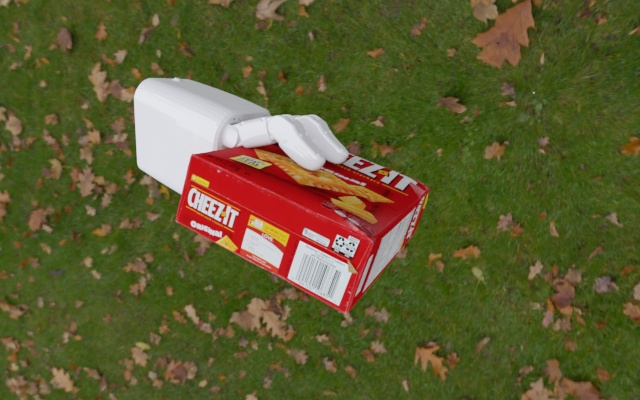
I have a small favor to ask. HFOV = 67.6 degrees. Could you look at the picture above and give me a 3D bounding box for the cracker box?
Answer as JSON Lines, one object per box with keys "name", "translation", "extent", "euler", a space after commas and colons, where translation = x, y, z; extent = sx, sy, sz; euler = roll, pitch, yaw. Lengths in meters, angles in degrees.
{"name": "cracker box", "translation": [0.000, 0.002, 0.453], "extent": [0.164, 0.072, 0.213], "euler": [25, 21, 17]}
